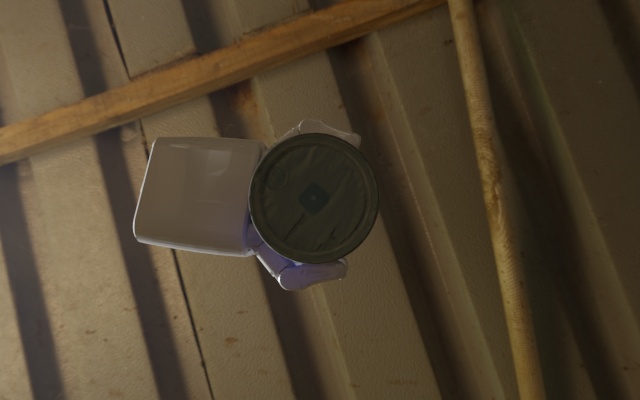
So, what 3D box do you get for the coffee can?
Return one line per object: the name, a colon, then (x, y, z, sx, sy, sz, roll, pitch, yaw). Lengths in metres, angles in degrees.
coffee can: (0.000, 0.001, 0.438, 0.103, 0.103, 0.140, 0, -3, 5)
